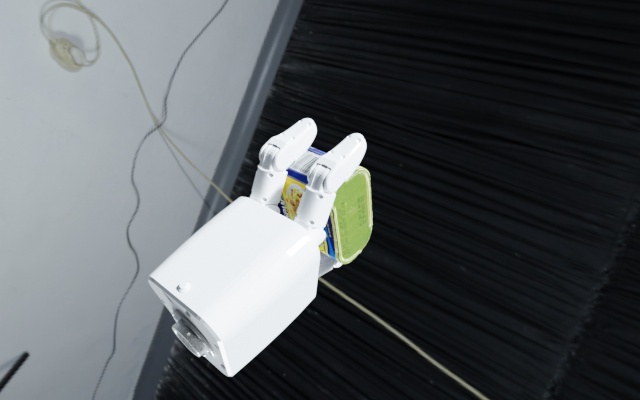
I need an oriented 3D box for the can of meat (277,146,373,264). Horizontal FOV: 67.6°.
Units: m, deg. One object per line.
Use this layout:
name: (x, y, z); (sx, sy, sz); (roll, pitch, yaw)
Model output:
can of meat: (0.000, 0.002, 0.452); (0.084, 0.102, 0.057); (26, 50, 35)
